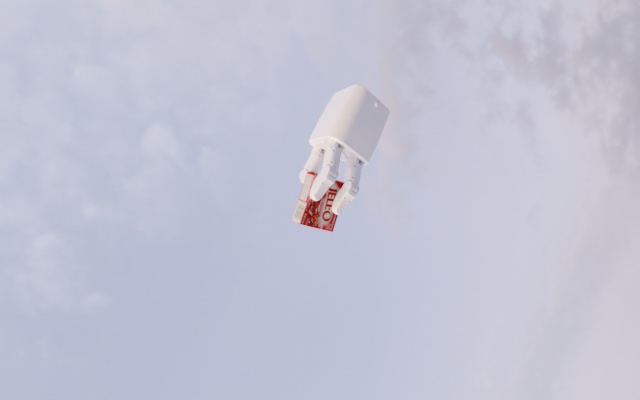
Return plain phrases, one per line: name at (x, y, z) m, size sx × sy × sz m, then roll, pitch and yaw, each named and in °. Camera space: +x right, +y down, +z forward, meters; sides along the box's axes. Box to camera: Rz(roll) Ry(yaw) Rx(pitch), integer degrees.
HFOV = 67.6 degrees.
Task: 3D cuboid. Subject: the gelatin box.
gelatin box at (0.000, 0.003, 0.805) m, size 0.073 × 0.089 × 0.030 m, roll 16°, pitch 4°, yaw -38°
